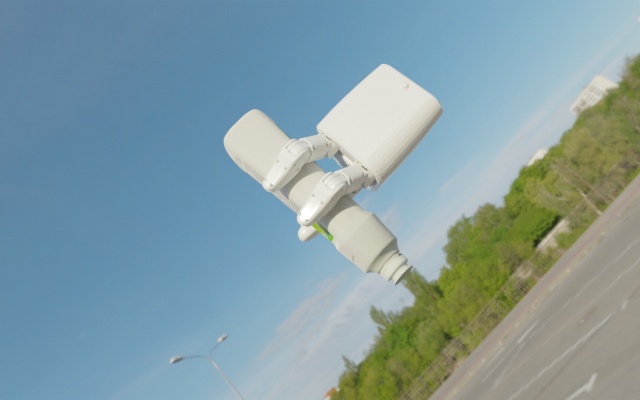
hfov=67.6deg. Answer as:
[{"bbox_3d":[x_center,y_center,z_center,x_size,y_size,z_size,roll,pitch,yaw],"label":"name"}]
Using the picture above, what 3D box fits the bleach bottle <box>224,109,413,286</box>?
[{"bbox_3d":[0.000,0.002,0.541,0.250,0.068,0.103,42,-5,21],"label":"bleach bottle"}]
